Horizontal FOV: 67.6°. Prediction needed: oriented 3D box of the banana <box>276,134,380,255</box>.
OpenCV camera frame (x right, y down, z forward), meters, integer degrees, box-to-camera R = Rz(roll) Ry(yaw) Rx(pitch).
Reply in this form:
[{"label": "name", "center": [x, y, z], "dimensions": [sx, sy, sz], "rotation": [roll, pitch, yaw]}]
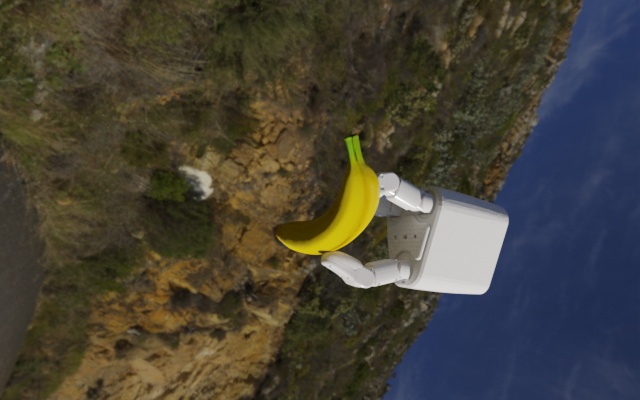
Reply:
[{"label": "banana", "center": [0.008, 0.016, 0.476], "dimensions": [0.037, 0.069, 0.198], "rotation": [-9, -24, -32]}]
